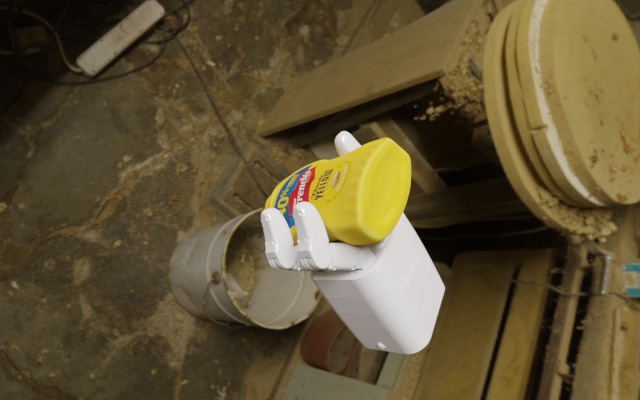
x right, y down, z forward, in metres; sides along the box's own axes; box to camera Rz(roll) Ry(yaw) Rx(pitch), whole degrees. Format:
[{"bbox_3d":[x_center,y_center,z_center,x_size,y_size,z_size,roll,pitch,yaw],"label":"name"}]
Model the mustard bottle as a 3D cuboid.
[{"bbox_3d":[0.000,0.001,0.483,0.058,0.096,0.191,34,-27,-29],"label":"mustard bottle"}]
